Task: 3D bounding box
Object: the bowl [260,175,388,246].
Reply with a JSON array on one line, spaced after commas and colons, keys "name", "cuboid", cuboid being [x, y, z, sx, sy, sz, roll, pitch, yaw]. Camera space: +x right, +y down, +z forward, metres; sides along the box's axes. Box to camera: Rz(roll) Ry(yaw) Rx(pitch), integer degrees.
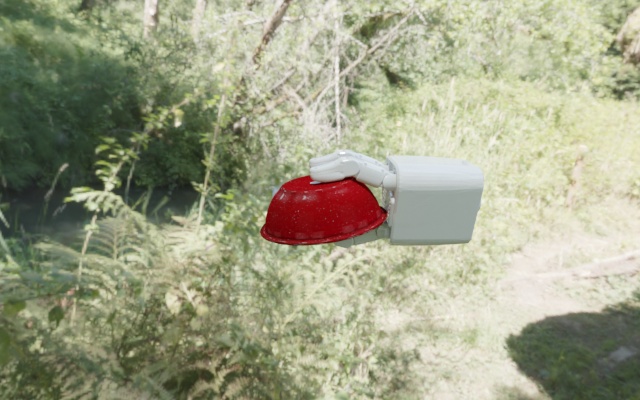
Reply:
[{"name": "bowl", "cuboid": [-0.001, 0.002, 0.594, 0.162, 0.055, 0.162, -8, 15, 2]}]
